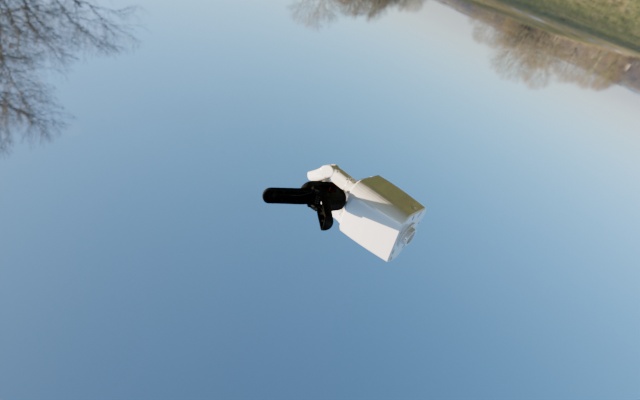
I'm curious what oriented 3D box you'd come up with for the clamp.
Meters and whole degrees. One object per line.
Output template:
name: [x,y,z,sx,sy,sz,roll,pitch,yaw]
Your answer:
clamp: [0.000,0.003,0.774,0.120,0.039,0.171,35,28,24]
